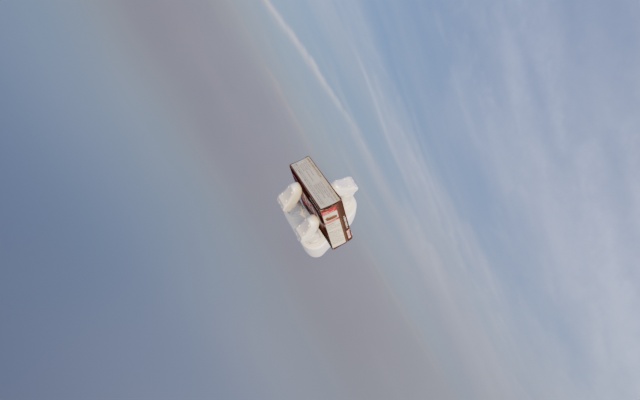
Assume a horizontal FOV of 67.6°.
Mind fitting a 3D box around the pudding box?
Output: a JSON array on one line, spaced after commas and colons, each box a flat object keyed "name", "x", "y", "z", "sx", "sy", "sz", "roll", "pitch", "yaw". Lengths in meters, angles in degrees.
[{"name": "pudding box", "x": 0.000, "y": 0.002, "z": 0.696, "sx": 0.039, "sy": 0.090, "sz": 0.113, "roll": -29, "pitch": 47, "yaw": -9}]
